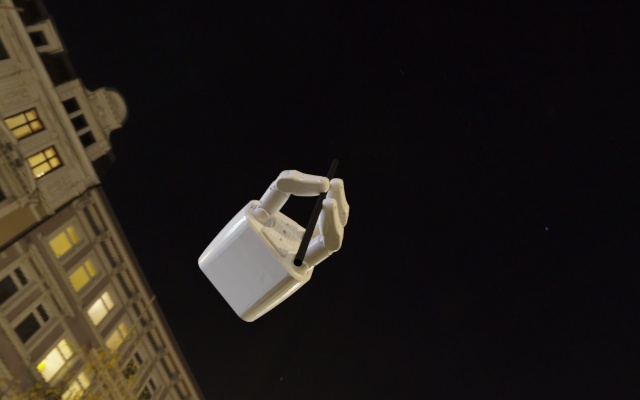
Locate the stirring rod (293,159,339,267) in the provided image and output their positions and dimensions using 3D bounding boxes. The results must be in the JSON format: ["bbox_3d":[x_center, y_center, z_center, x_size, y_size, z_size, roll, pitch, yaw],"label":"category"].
[{"bbox_3d":[0.000,0.002,0.521,0.011,0.011,0.239,0,26,11],"label":"stirring rod"}]
